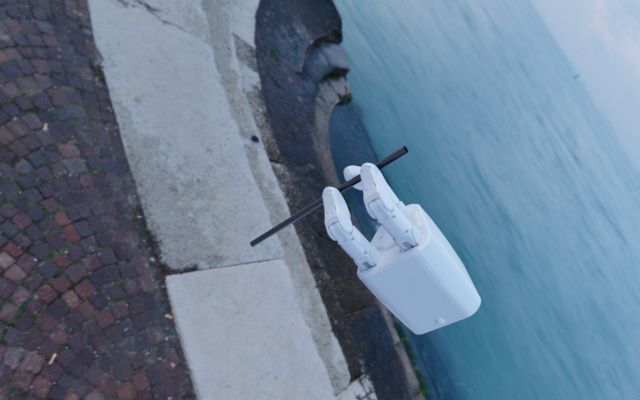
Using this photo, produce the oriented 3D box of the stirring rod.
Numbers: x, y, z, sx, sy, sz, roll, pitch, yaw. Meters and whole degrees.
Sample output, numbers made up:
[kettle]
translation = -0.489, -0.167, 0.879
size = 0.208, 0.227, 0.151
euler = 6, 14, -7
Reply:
[stirring rod]
translation = 0.000, 0.002, 0.551
size = 0.239, 0.011, 0.011
euler = -32, -18, 31
